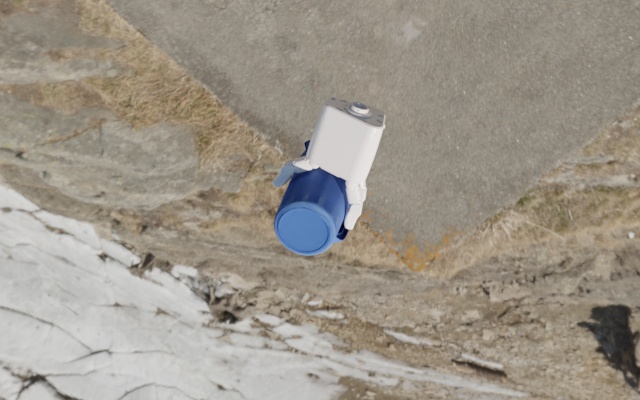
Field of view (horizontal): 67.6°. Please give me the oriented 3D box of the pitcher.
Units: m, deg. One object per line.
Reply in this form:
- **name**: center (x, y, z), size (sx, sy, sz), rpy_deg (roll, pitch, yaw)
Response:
- **pitcher**: center (0.000, 0.003, 0.896), size (0.149, 0.145, 0.242), rpy_deg (22, 31, 0)
